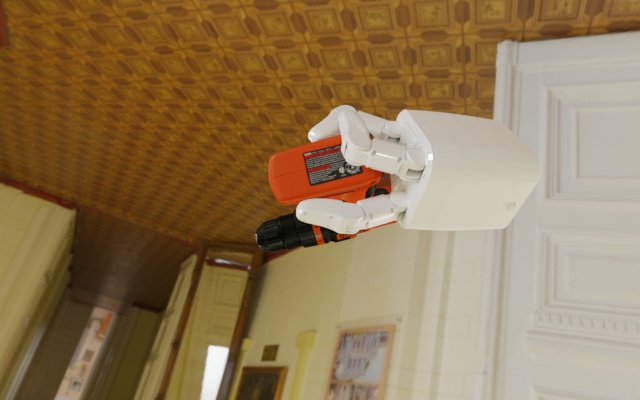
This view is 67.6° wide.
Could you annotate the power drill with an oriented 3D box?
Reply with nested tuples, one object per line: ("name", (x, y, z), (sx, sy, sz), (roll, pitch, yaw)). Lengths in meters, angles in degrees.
("power drill", (0.000, 0.002, 0.523), (0.184, 0.057, 0.188), (-17, -20, 2))
